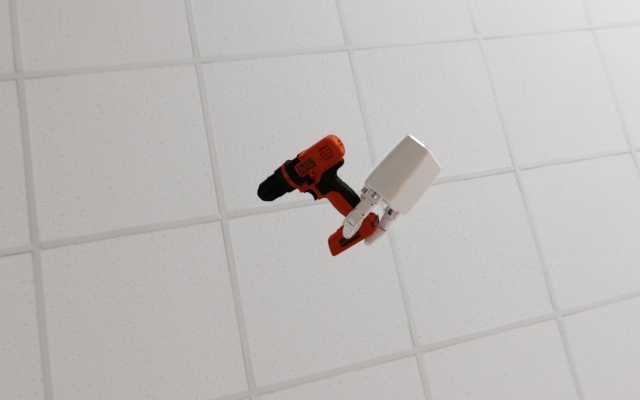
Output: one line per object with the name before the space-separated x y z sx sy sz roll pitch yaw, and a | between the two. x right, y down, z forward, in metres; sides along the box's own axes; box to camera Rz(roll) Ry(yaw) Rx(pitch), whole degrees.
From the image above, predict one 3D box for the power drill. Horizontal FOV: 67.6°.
power drill | 0.001 0.003 0.840 0.184 0.188 0.057 -32 9 24
